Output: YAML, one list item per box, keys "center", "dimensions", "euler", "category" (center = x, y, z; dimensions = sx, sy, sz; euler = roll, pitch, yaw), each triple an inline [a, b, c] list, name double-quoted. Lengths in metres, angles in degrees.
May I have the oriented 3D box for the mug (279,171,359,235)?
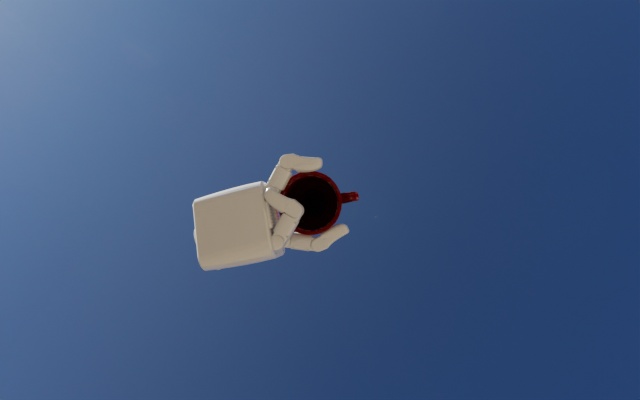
- center: [0.002, 0.002, 0.725]
  dimensions: [0.117, 0.093, 0.081]
  euler: [-12, -3, 5]
  category: "mug"
